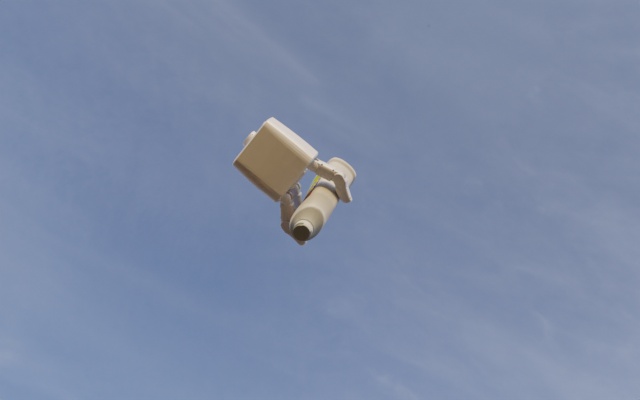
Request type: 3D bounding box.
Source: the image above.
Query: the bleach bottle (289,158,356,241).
[{"bbox_3d":[0.000,0.003,0.867,0.068,0.102,0.250,38,23,-3],"label":"bleach bottle"}]
